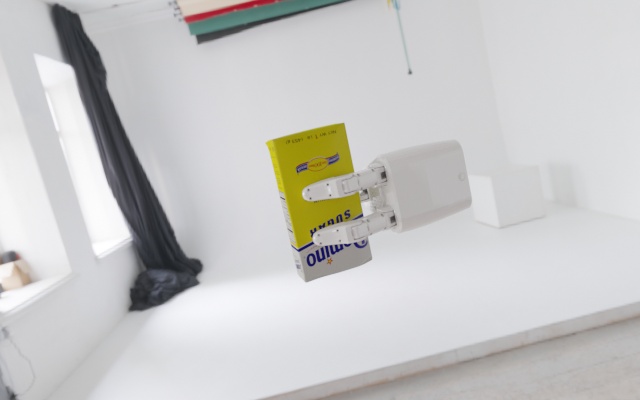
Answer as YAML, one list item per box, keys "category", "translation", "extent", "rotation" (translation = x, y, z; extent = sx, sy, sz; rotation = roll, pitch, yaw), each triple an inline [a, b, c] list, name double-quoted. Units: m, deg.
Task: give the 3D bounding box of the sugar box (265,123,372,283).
- category: "sugar box"
  translation: [0.000, 0.002, 0.581]
  extent: [0.093, 0.176, 0.048]
  rotation: [-16, 9, -15]
